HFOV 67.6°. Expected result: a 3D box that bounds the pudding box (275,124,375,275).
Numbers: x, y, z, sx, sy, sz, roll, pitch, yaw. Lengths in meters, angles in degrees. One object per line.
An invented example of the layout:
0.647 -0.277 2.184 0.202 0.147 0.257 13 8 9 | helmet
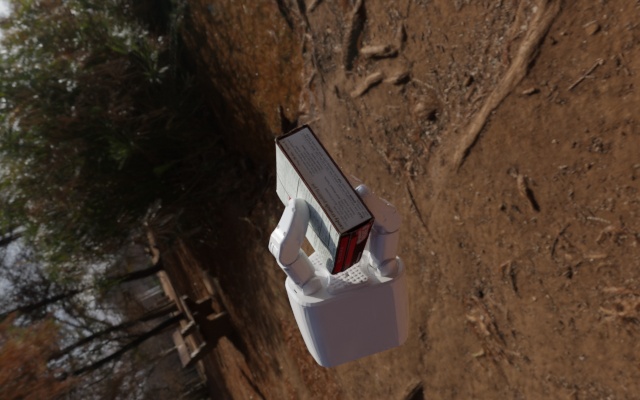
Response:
0.000 0.002 0.437 0.039 0.113 0.090 -28 -24 -19 | pudding box
